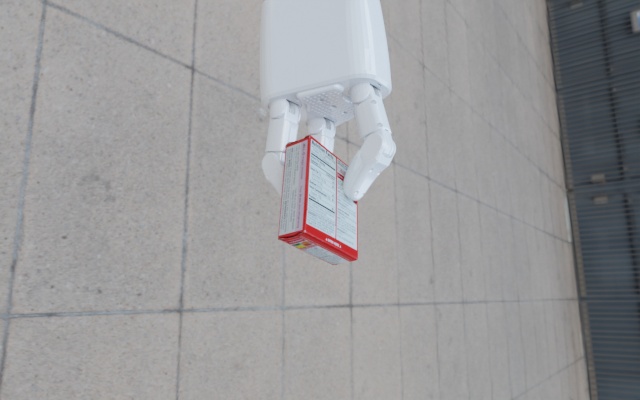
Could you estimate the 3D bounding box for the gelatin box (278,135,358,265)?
[{"bbox_3d":[0.000,0.002,0.400,0.030,0.089,0.073,-17,-32,33],"label":"gelatin box"}]
